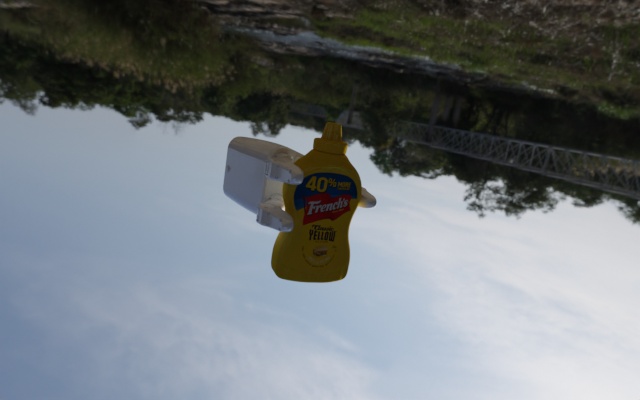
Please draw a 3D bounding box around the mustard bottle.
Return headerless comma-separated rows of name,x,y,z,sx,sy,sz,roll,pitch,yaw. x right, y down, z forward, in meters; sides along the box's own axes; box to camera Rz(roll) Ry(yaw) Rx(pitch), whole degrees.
mustard bottle,0.000,0.002,0.578,0.096,0.192,0.058,5,13,-19
